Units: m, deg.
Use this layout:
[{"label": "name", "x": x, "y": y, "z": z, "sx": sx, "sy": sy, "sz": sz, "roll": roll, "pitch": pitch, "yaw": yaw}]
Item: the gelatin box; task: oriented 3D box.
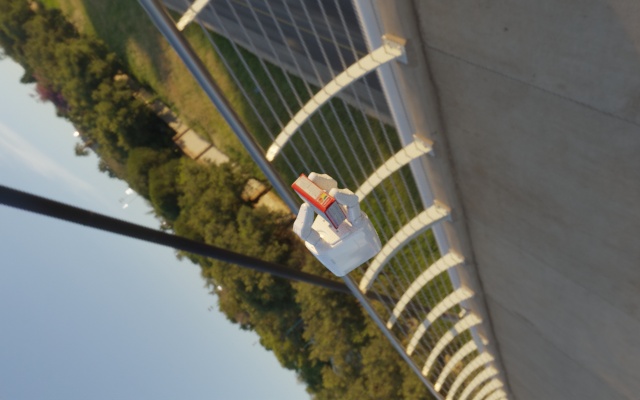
[{"label": "gelatin box", "x": 0.000, "y": 0.003, "z": 0.767, "sx": 0.073, "sy": 0.030, "sz": 0.089, "roll": 39, "pitch": -6, "yaw": 25}]
